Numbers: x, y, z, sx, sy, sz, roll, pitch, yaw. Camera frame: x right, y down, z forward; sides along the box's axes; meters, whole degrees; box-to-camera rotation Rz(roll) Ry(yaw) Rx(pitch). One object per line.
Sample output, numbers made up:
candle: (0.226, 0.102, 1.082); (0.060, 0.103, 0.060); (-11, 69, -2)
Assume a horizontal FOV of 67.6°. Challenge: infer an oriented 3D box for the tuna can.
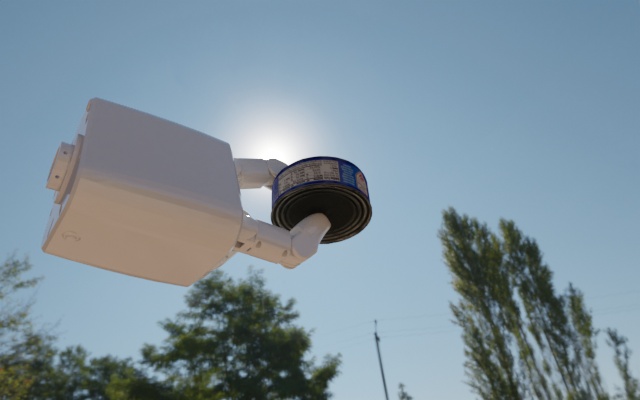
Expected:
tuna can: (0.000, 0.001, 0.411); (0.086, 0.033, 0.086); (-3, -37, -2)
